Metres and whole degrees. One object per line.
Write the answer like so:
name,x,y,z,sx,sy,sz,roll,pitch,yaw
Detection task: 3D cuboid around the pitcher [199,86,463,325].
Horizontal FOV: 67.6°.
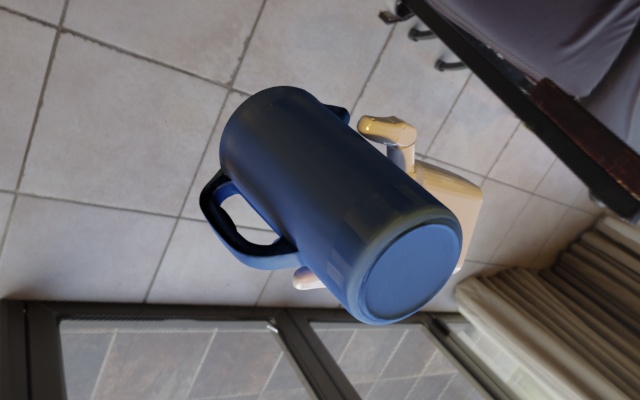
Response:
pitcher,0.000,0.001,0.435,0.145,0.149,0.242,11,23,-38
